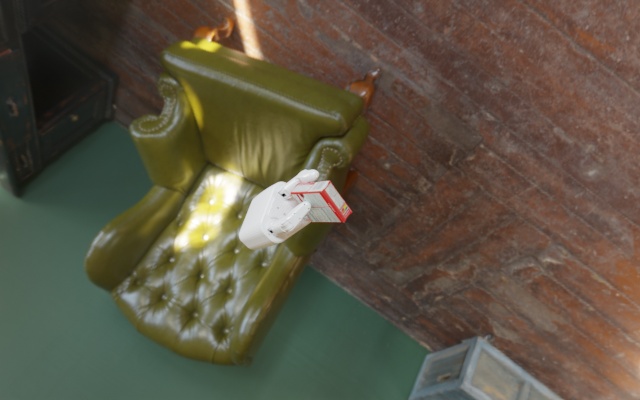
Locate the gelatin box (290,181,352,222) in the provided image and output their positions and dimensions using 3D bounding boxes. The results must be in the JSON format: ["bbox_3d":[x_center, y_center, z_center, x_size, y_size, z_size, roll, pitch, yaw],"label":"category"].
[{"bbox_3d":[0.000,0.003,0.821,0.089,0.073,0.030,-2,42,50],"label":"gelatin box"}]
